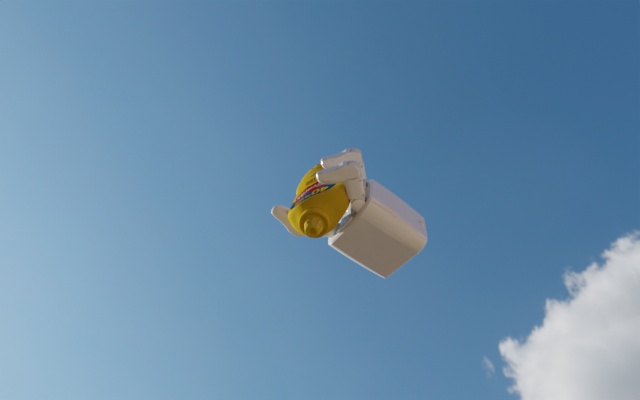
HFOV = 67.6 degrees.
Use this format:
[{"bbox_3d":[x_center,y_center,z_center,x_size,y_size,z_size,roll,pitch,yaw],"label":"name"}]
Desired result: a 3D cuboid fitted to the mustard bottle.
[{"bbox_3d":[0.000,0.002,0.698,0.096,0.058,0.191,-27,19,18],"label":"mustard bottle"}]
